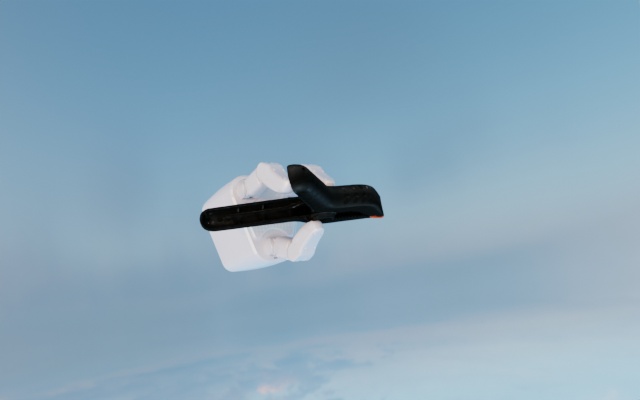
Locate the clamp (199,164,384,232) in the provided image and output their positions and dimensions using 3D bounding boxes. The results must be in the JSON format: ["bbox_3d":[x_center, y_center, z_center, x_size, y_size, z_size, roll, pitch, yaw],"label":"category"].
[{"bbox_3d":[0.001,0.003,0.506,0.210,0.036,0.164,0,-15,-36],"label":"clamp"}]
